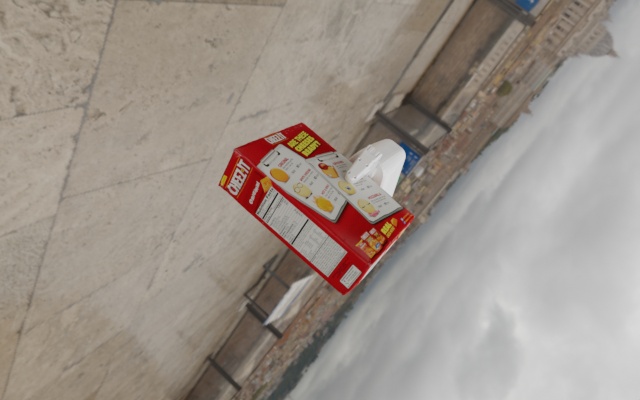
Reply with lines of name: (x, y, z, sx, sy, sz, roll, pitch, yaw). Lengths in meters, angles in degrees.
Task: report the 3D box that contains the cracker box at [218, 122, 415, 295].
cracker box: (0.000, 0.002, 0.627, 0.213, 0.072, 0.164, 40, 33, 10)
